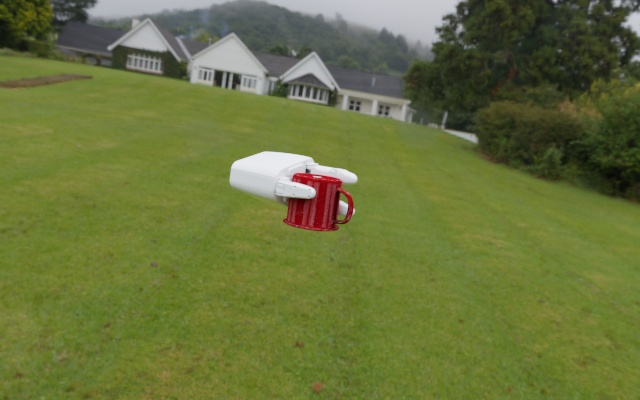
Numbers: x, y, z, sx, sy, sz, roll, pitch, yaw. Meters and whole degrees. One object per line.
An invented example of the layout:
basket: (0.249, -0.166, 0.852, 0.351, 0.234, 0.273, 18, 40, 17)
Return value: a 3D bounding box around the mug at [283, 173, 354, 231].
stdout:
mug: (0.001, 0.003, 0.769, 0.117, 0.081, 0.093, 13, 9, 32)
